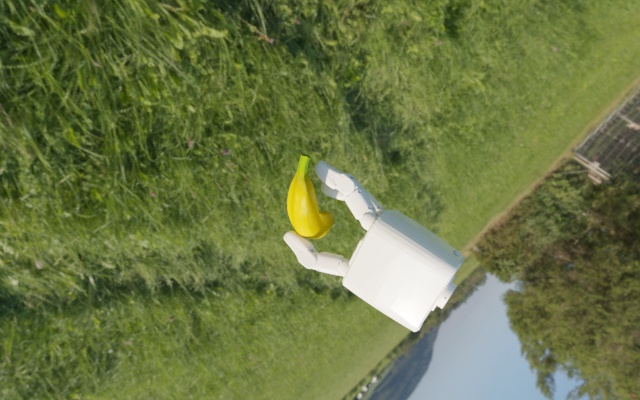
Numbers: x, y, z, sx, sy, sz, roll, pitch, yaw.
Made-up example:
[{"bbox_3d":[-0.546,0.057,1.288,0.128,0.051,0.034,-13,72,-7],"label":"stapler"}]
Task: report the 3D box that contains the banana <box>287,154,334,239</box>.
[{"bbox_3d":[-0.010,0.016,0.623,0.037,0.069,0.198,27,-17,17],"label":"banana"}]
